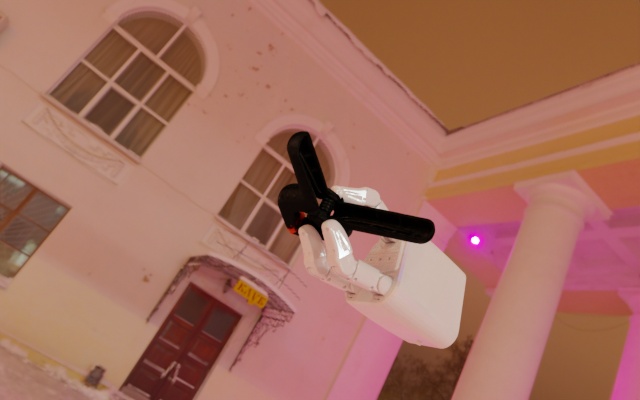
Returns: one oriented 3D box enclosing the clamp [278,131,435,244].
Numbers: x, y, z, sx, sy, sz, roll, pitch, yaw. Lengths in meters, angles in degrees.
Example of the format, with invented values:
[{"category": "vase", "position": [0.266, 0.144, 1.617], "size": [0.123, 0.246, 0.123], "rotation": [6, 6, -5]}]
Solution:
[{"category": "clamp", "position": [0.000, 0.001, 0.515], "size": [0.164, 0.036, 0.210], "rotation": [38, -24, -19]}]
